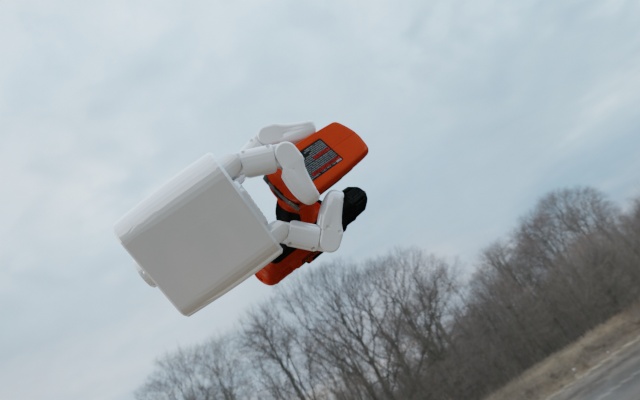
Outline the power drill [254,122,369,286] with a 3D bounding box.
[{"bbox_3d":[0.000,0.002,0.543,0.184,0.057,0.188,-38,-23,-28],"label":"power drill"}]
